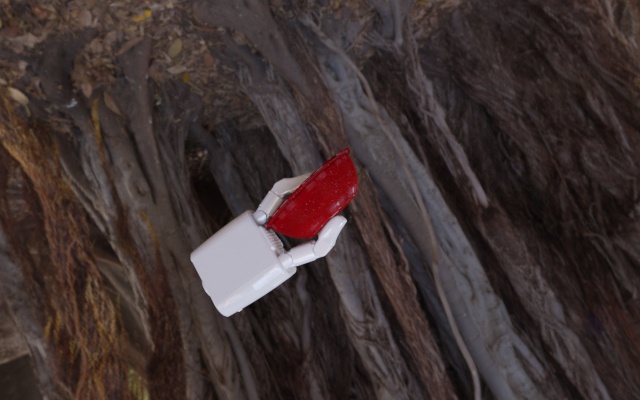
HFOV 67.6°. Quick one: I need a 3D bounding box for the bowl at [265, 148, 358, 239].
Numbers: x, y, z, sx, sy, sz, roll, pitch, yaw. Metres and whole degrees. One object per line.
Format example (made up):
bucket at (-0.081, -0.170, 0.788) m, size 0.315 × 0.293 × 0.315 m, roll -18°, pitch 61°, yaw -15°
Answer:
bowl at (0.001, 0.002, 0.663) m, size 0.162 × 0.055 × 0.162 m, roll -44°, pitch -5°, yaw -4°
